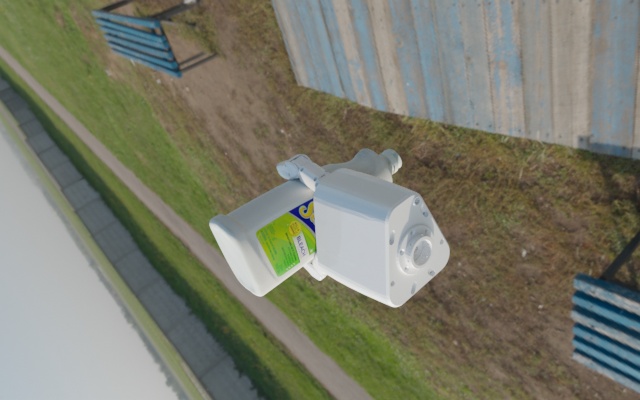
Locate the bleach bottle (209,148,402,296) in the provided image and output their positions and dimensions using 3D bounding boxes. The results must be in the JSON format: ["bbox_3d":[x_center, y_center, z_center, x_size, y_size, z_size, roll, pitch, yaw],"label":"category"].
[{"bbox_3d":[0.000,0.002,0.570,0.250,0.103,0.068,-34,31,-25],"label":"bleach bottle"}]
